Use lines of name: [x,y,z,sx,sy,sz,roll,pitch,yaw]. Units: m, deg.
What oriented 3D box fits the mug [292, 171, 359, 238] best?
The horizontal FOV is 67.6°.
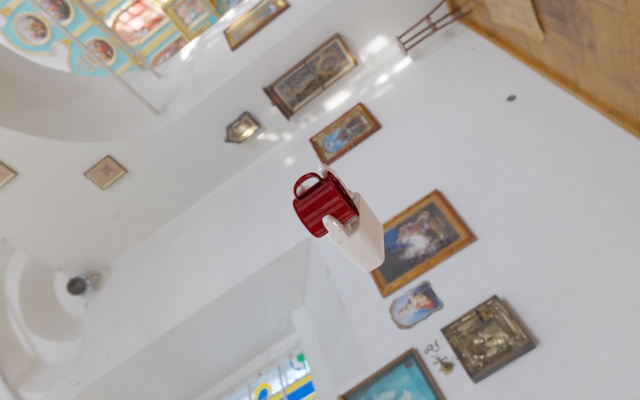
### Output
mug: [-0.001,0.002,0.801,0.081,0.117,0.093,-35,34,10]
